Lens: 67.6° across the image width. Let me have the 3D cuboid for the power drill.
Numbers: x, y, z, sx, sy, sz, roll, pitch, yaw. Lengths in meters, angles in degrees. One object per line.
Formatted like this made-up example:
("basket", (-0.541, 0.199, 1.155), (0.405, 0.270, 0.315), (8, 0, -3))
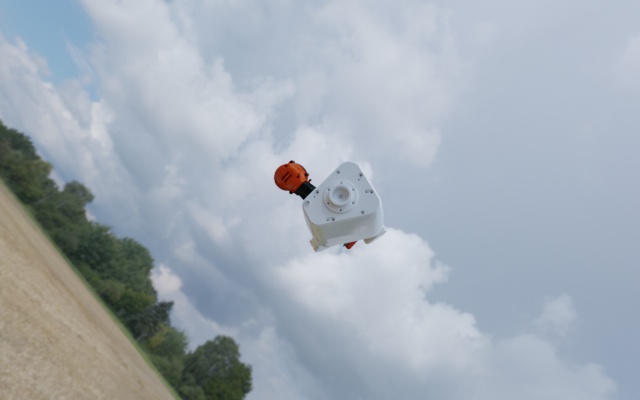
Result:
("power drill", (0.000, 0.003, 0.861), (0.187, 0.057, 0.184), (40, 6, 1))
